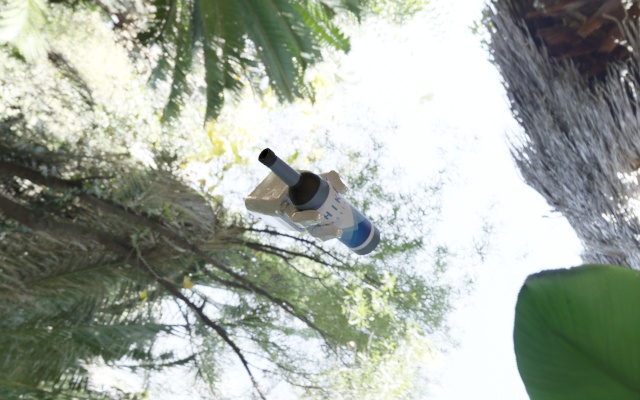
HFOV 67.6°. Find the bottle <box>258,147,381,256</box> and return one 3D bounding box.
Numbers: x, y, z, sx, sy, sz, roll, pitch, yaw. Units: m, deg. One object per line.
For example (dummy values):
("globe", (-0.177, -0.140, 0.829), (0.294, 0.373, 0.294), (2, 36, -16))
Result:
("bottle", (0.000, 0.003, 0.835), (0.069, 0.069, 0.296), (0, -31, 44))
